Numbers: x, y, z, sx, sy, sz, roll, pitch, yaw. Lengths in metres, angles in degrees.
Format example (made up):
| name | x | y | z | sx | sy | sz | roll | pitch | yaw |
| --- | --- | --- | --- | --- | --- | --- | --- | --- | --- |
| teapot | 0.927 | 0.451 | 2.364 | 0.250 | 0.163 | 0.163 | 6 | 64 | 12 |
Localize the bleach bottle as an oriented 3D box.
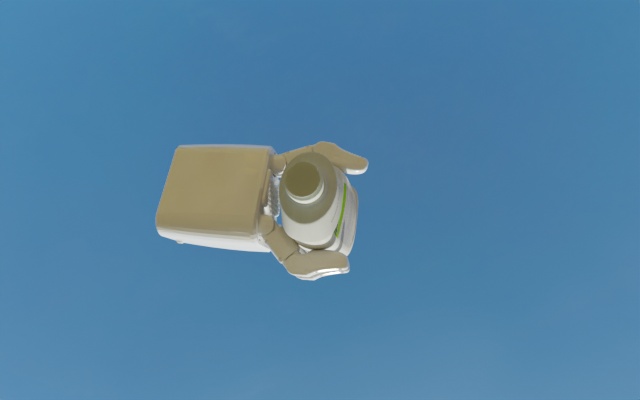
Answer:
| name | x | y | z | sx | sy | sz | roll | pitch | yaw |
| --- | --- | --- | --- | --- | --- | --- | --- | --- | --- |
| bleach bottle | 0.000 | 0.002 | 0.493 | 0.068 | 0.102 | 0.251 | 4 | -12 | 7 |
